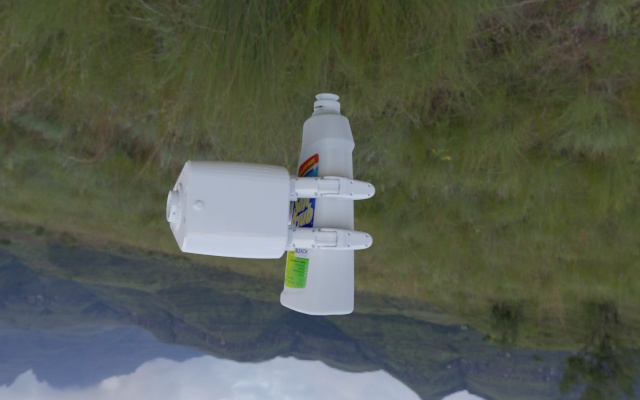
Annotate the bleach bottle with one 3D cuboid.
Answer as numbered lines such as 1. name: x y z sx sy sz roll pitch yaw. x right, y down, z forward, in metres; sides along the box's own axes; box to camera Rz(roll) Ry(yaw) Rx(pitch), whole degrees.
1. bleach bottle: 0.000 0.002 0.566 0.068 0.251 0.102 4 -5 -25
